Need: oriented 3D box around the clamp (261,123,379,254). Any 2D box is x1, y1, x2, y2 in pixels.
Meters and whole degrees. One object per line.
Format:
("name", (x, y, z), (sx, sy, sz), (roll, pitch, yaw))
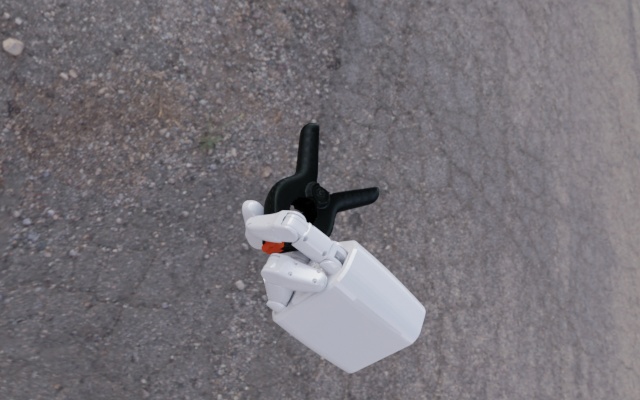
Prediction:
("clamp", (0.000, 0.001, 0.517), (0.120, 0.171, 0.039), (35, -37, -9))
